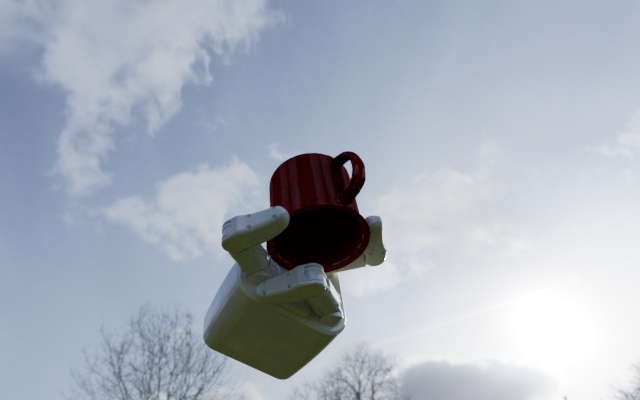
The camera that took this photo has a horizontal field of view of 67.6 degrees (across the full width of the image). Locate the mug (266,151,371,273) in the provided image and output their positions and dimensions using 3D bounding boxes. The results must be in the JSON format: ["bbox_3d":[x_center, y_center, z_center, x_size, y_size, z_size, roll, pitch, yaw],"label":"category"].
[{"bbox_3d":[0.001,0.000,0.444,0.093,0.081,0.117,21,-53,-26],"label":"mug"}]
